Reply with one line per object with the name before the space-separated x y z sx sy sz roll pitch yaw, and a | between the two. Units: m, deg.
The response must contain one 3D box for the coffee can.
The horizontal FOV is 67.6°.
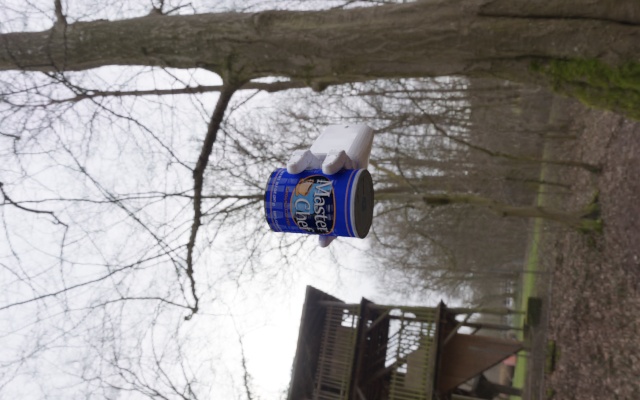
coffee can | 0.000 0.003 0.718 0.140 0.103 0.103 3 1 21
